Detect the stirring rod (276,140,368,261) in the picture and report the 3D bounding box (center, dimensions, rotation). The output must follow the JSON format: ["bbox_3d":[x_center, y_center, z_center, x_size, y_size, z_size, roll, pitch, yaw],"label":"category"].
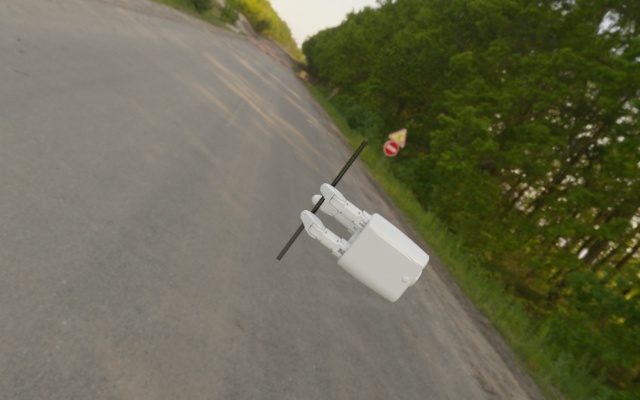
[{"bbox_3d":[0.000,0.003,0.766,0.011,0.239,0.011,35,12,-8],"label":"stirring rod"}]
